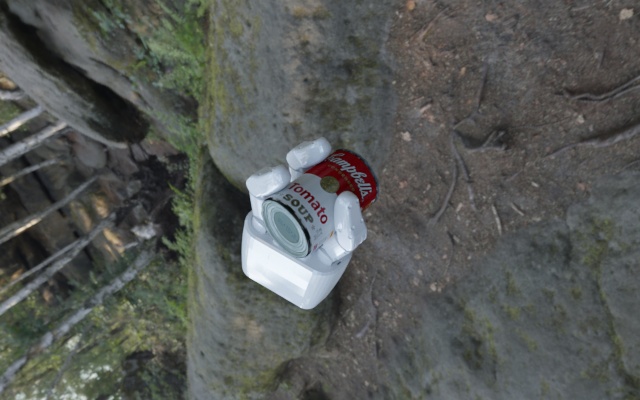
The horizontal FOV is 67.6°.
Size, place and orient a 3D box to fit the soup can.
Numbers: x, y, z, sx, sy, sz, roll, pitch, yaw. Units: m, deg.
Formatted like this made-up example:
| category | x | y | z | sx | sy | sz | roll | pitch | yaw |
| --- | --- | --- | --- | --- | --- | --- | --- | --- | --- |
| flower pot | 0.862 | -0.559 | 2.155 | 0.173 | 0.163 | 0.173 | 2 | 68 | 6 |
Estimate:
| category | x | y | z | sx | sy | sz | roll | pitch | yaw |
| --- | --- | --- | --- | --- | --- | --- | --- | --- | --- |
| soup can | 0.000 | 0.001 | 0.470 | 0.102 | 0.068 | 0.068 | -36 | 21 | -31 |
